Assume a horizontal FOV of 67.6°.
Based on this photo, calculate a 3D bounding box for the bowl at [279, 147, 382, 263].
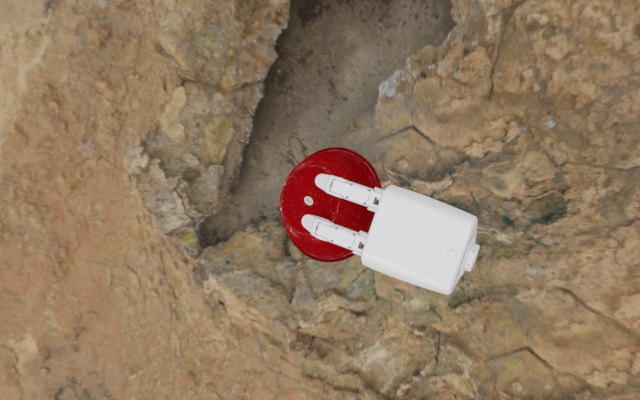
[{"bbox_3d":[-0.001,0.002,0.643,0.162,0.162,0.055,0,-7,32],"label":"bowl"}]
